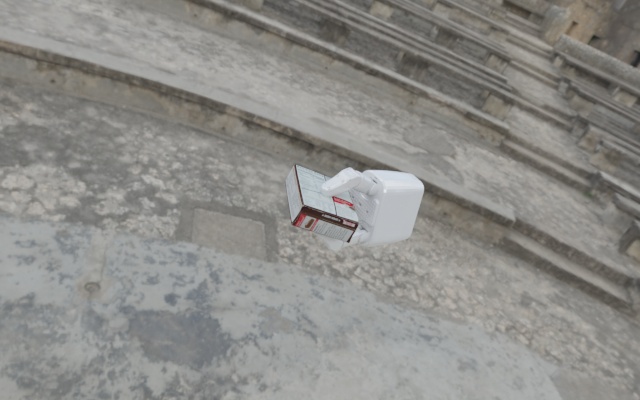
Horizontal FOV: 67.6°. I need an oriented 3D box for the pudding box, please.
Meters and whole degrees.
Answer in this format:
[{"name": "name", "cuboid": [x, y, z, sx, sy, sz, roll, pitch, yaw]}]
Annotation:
[{"name": "pudding box", "cuboid": [0.000, 0.002, 0.677, 0.090, 0.039, 0.113, 18, 27, -20]}]
